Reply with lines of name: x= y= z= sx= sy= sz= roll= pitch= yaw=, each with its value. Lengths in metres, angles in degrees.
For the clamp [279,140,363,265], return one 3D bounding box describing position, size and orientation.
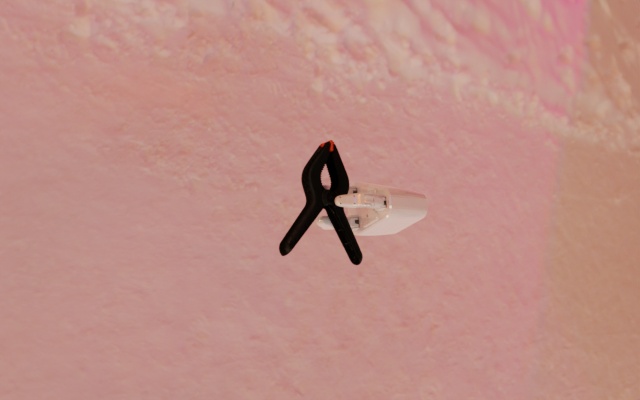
clamp: x=0.001 y=0.002 z=0.782 sx=0.164 sy=0.210 sz=0.036 roll=4 pitch=-11 yaw=-40
